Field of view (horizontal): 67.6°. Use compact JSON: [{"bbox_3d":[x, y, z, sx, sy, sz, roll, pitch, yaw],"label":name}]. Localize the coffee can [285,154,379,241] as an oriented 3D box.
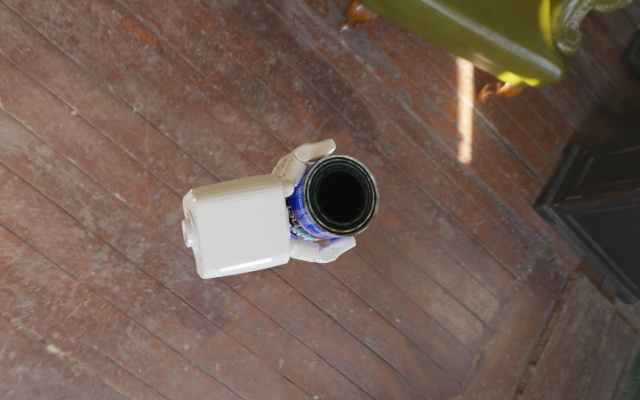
[{"bbox_3d":[0.000,0.002,0.645,0.103,0.103,0.140,0,-7,-23],"label":"coffee can"}]
